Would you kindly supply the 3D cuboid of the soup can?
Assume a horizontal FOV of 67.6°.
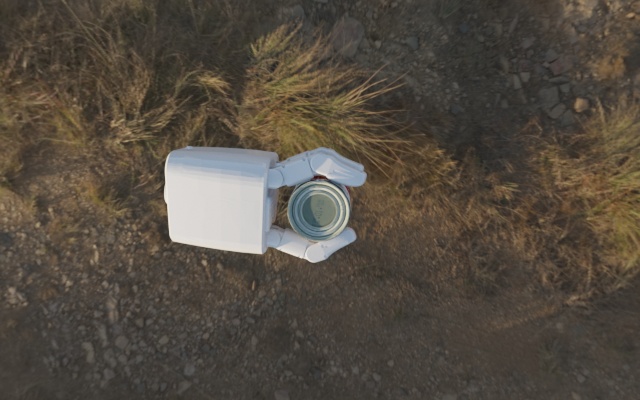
[{"bbox_3d":[0.001,0.002,0.538,0.068,0.068,0.102,0,11,2],"label":"soup can"}]
